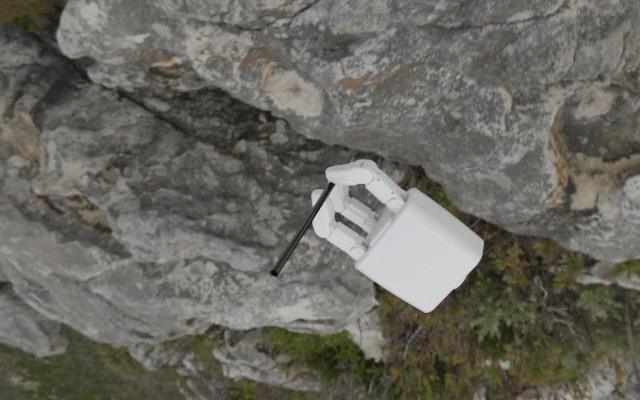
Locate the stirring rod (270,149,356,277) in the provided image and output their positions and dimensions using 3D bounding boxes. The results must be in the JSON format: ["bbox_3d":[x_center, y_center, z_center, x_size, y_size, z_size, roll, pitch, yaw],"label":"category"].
[{"bbox_3d":[0.000,0.002,0.530,0.011,0.011,0.239,0,33,25],"label":"stirring rod"}]
